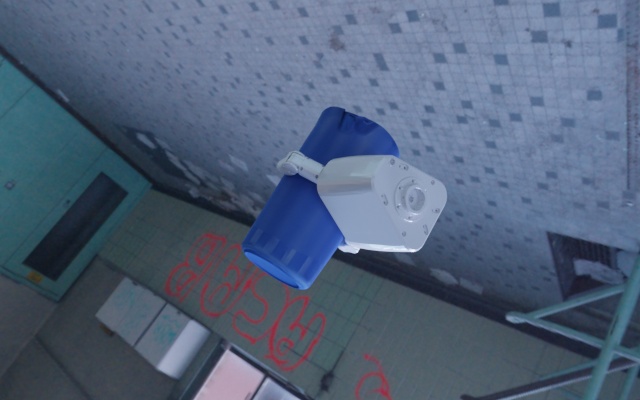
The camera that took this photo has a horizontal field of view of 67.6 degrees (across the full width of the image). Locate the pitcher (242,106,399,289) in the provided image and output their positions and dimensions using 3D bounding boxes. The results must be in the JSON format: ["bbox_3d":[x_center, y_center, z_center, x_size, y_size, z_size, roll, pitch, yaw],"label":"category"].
[{"bbox_3d":[0.000,0.002,0.680,0.149,0.242,0.145,43,-21,-25],"label":"pitcher"}]
